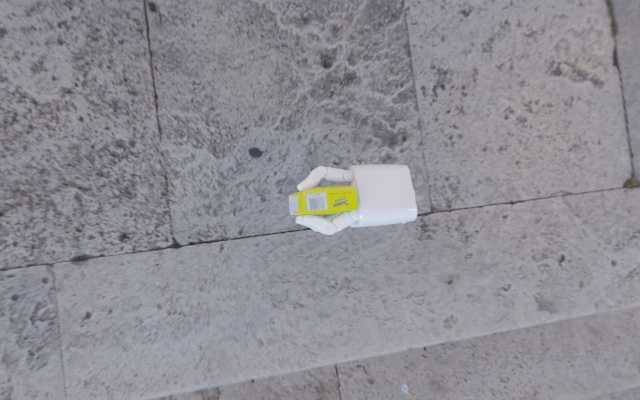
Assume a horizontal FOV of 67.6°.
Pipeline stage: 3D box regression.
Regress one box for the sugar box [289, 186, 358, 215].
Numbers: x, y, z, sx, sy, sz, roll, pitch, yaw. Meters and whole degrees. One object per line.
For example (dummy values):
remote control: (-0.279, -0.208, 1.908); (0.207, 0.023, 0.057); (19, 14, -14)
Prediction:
sugar box: (0.000, 0.003, 0.862); (0.093, 0.048, 0.176); (-4, -4, -11)
